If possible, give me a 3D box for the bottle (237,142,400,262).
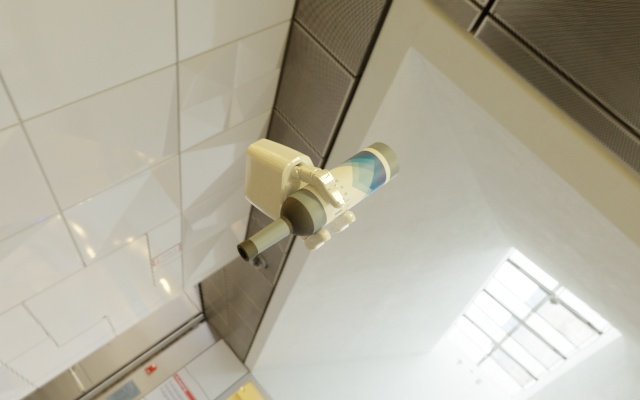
[{"bbox_3d":[0.000,0.002,0.725,0.295,0.069,0.069,-33,18,-30],"label":"bottle"}]
